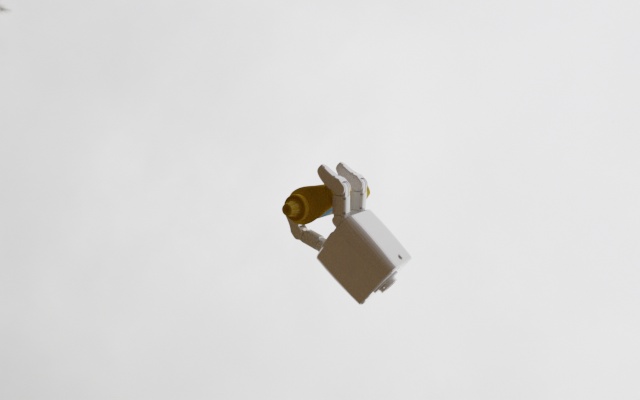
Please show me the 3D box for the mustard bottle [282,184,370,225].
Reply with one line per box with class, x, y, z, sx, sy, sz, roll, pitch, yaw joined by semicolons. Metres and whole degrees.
mustard bottle;0.000;0.002;0.781;0.096;0.058;0.191;-24;-5;32
